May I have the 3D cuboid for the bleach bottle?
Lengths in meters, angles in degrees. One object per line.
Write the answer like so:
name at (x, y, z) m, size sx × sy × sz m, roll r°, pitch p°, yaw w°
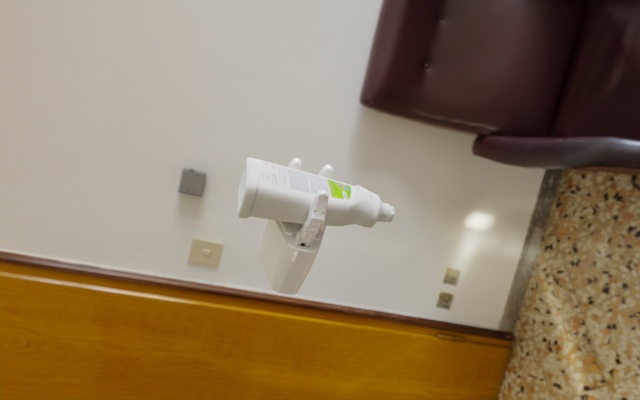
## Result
bleach bottle at (0.000, 0.002, 0.752) m, size 0.251 × 0.068 × 0.102 m, roll 12°, pitch 34°, yaw -16°
